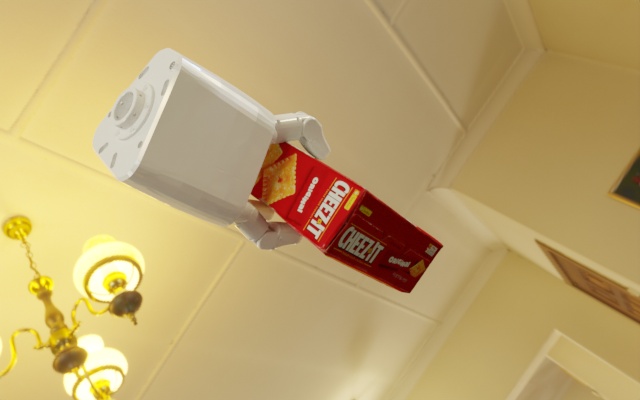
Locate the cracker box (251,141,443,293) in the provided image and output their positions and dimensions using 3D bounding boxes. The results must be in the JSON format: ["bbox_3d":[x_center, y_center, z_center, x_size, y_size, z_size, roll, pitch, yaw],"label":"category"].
[{"bbox_3d":[0.000,0.001,0.508,0.213,0.072,0.164,35,3,42],"label":"cracker box"}]
